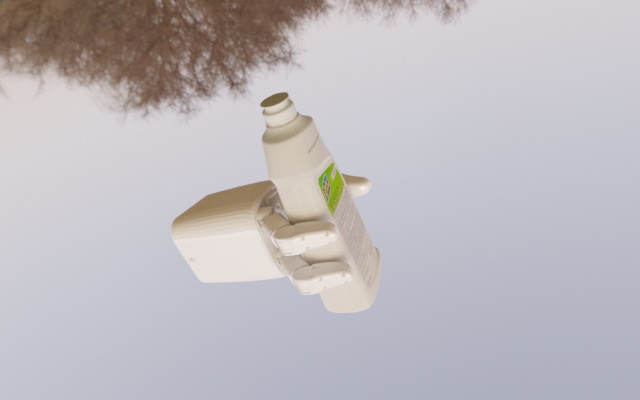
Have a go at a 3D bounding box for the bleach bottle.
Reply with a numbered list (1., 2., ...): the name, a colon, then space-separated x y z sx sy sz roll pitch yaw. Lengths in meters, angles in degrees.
1. bleach bottle: 0.000 0.002 0.503 0.068 0.251 0.102 -9 35 19
